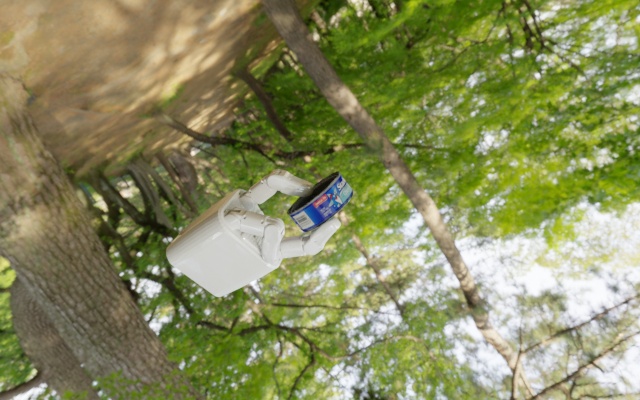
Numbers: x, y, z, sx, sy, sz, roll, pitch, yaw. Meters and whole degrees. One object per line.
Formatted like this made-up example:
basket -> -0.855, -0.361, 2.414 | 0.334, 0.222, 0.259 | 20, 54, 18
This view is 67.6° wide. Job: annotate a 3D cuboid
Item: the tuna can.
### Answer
tuna can -> 0.001, 0.002, 0.615 | 0.086, 0.034, 0.086 | -37, 10, 8
